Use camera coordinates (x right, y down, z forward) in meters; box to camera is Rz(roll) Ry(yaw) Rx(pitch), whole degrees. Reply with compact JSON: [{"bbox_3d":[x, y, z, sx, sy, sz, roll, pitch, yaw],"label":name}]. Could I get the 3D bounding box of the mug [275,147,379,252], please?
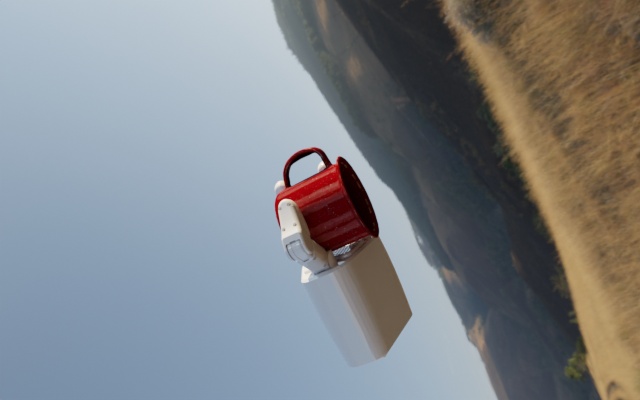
[{"bbox_3d":[-0.001,0.000,0.504,0.081,0.117,0.093,-26,3,16],"label":"mug"}]
